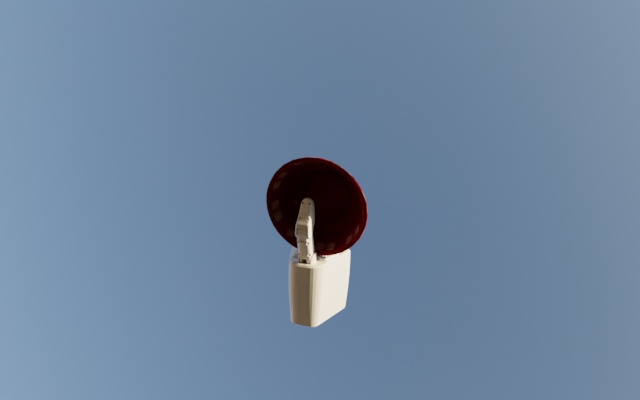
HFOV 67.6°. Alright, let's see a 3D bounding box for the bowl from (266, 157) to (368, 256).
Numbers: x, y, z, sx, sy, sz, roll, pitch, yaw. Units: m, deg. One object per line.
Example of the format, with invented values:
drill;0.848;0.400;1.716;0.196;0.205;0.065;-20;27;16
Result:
bowl;0.001;0.001;0.739;0.162;0.162;0.055;0;23;20
